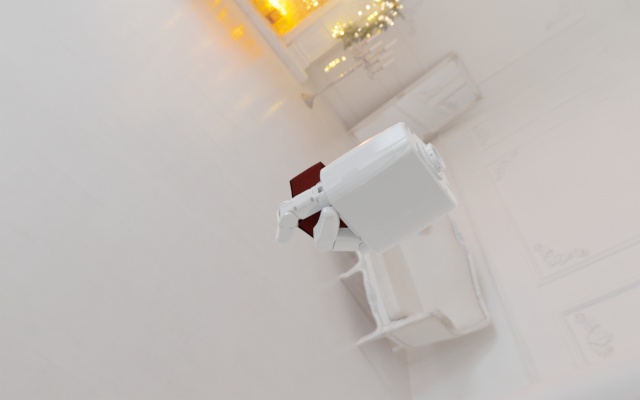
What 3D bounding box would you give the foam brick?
[{"bbox_3d":[0.000,0.002,0.588,0.051,0.078,0.053,-33,-48,22],"label":"foam brick"}]
